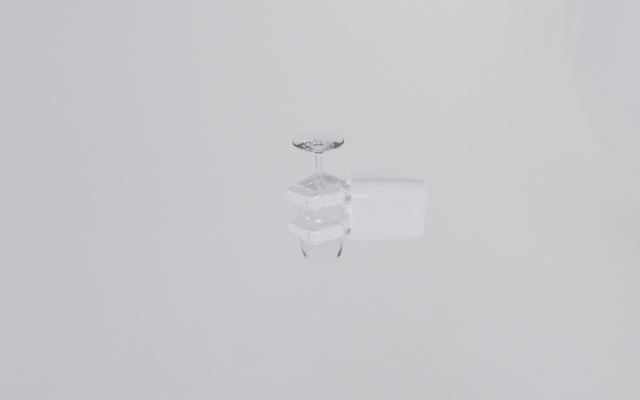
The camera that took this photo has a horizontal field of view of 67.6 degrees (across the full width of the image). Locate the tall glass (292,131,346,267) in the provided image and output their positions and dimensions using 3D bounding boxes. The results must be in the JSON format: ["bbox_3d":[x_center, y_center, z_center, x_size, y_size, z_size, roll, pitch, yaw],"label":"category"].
[{"bbox_3d":[0.000,0.002,0.725,0.079,0.201,0.079,-1,29,1],"label":"tall glass"}]
